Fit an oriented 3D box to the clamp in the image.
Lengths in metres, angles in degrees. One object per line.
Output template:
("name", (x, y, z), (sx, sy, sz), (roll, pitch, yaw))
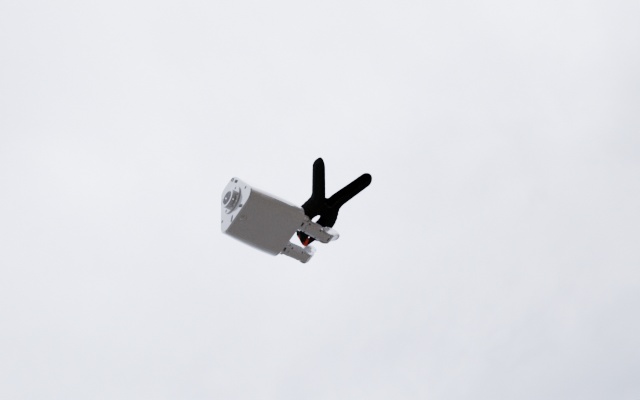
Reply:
("clamp", (0.000, 0.003, 0.819), (0.120, 0.171, 0.039), (27, 17, -33))
